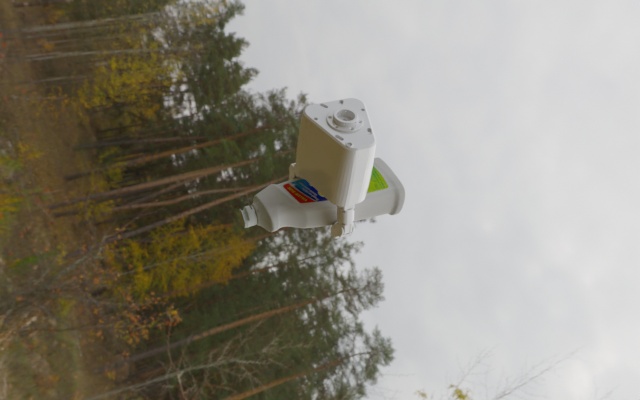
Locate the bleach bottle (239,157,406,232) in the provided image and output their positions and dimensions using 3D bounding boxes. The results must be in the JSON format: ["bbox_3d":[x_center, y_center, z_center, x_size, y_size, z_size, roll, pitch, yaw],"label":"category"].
[{"bbox_3d":[0.000,0.002,0.747,0.251,0.068,0.102,-15,50,-20],"label":"bleach bottle"}]
